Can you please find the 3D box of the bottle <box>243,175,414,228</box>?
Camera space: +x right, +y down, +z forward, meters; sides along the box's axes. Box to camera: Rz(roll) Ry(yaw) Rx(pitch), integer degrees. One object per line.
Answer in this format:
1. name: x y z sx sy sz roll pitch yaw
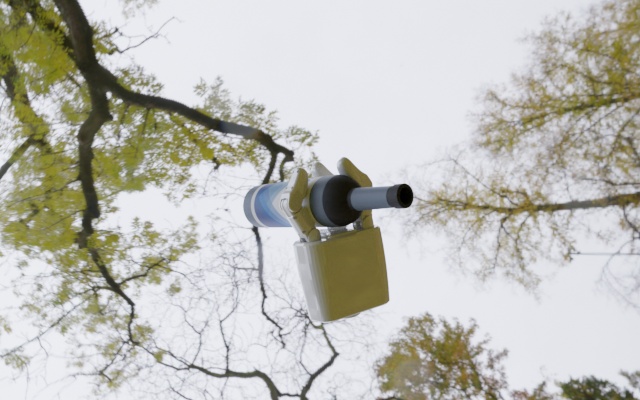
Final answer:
1. bottle: 0.000 0.002 0.631 0.069 0.069 0.296 0 -3 -39
